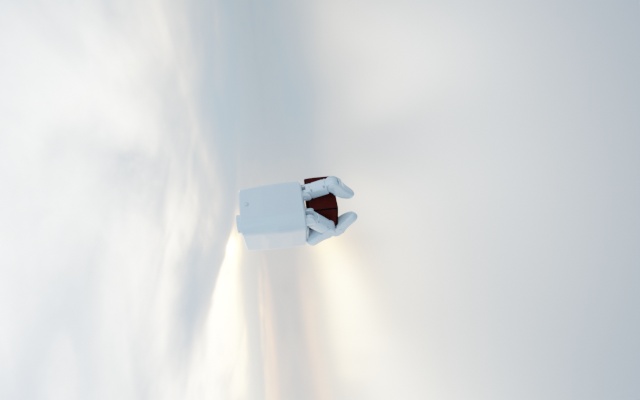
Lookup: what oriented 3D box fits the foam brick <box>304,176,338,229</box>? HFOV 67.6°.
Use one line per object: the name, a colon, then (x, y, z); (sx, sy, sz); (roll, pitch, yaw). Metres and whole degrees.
foam brick: (0.000, 0.003, 0.843); (0.051, 0.078, 0.053); (-7, -41, -5)
